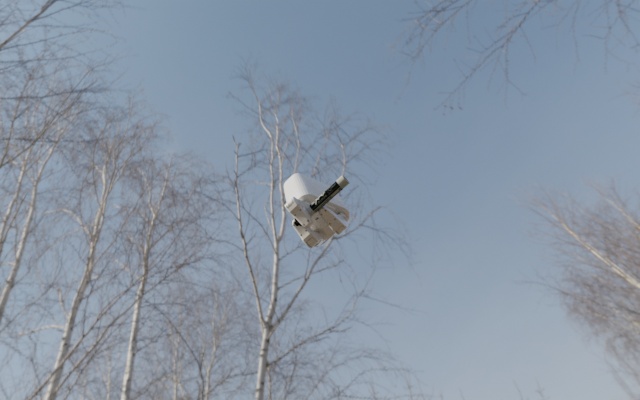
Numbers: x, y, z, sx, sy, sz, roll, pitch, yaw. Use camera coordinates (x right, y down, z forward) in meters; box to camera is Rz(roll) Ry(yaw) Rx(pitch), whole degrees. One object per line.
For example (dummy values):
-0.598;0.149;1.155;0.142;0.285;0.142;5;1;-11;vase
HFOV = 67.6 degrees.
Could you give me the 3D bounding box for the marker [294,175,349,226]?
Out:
0.000;0.003;0.834;0.121;0.020;0.020;-42;-9;10;marker
